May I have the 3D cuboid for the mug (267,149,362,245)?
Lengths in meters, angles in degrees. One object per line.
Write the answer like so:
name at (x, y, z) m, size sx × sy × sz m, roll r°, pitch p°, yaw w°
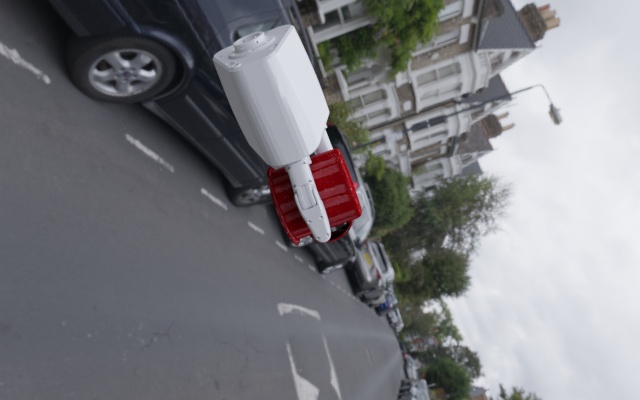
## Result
mug at (0.001, 0.003, 0.537) m, size 0.081 × 0.117 × 0.093 m, roll -20°, pitch 34°, yaw 6°
